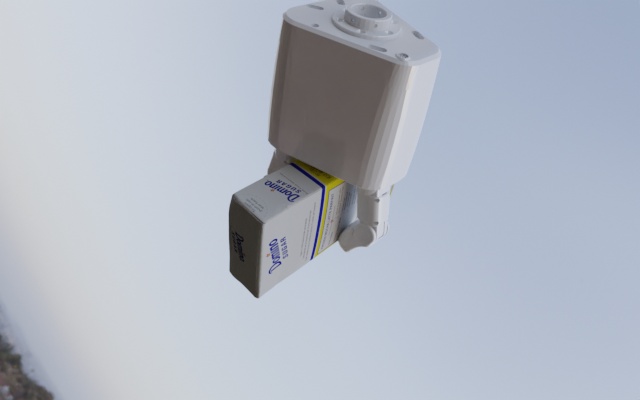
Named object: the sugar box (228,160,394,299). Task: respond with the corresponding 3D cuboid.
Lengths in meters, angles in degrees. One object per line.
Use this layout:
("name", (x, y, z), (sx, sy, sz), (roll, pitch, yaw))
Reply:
("sugar box", (0.000, 0.001, 0.420), (0.176, 0.093, 0.048), (-29, 55, -35))
